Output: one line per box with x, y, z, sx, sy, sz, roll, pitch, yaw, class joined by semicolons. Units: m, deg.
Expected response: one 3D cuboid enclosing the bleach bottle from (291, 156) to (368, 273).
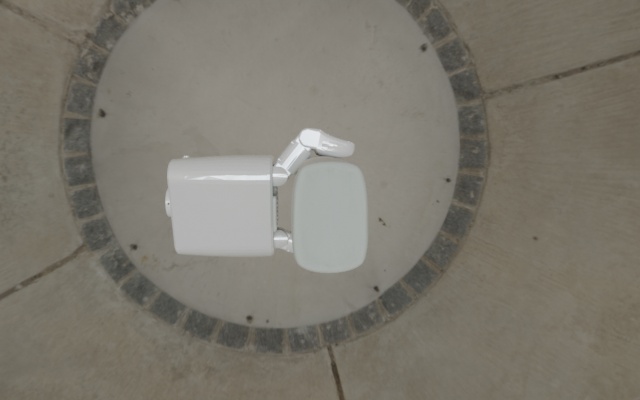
0.000;0.002;0.534;0.068;0.102;0.251;0;5;-4;bleach bottle
